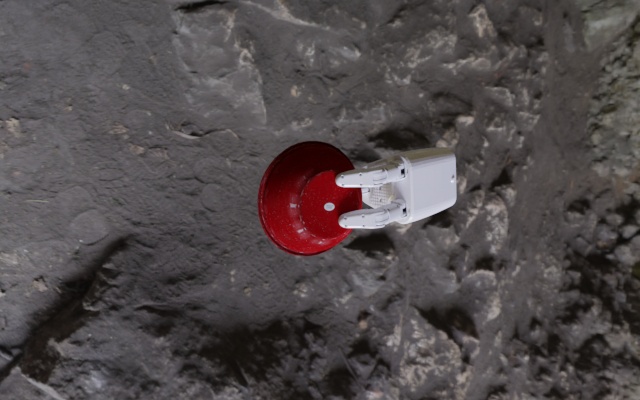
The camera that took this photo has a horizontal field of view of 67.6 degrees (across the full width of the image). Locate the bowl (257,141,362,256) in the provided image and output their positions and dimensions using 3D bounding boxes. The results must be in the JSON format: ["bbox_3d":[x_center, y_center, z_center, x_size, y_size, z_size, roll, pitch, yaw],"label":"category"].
[{"bbox_3d":[-0.001,0.003,0.638,0.162,0.162,0.055,0,9,-29],"label":"bowl"}]
